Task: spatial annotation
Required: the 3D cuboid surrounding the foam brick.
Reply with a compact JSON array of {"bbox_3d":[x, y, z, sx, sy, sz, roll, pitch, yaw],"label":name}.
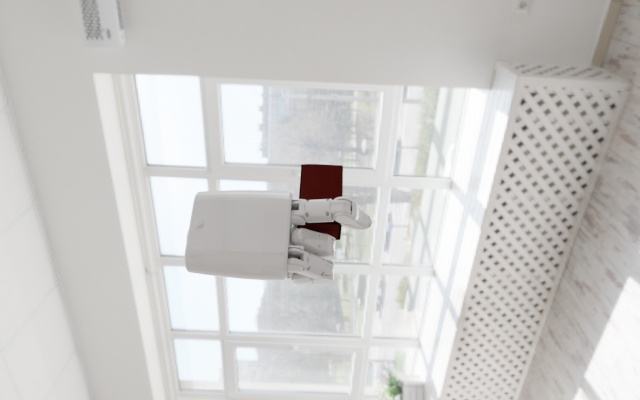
[{"bbox_3d":[0.000,0.002,0.567,0.051,0.078,0.053,2,-26,1],"label":"foam brick"}]
